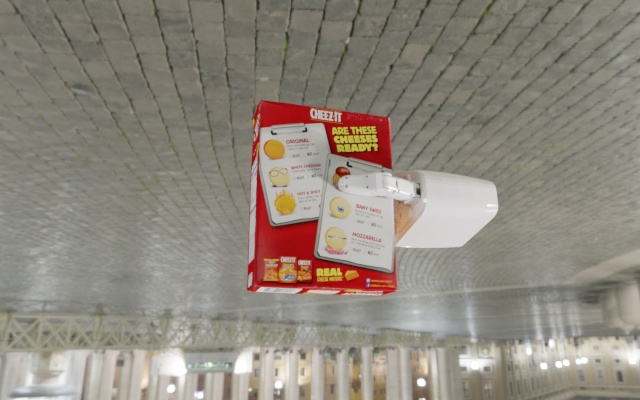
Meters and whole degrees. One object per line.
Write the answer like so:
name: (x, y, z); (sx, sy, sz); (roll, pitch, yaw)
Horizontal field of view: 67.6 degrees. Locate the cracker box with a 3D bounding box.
cracker box: (0.000, 0.002, 0.564); (0.164, 0.213, 0.072); (5, -18, -17)
